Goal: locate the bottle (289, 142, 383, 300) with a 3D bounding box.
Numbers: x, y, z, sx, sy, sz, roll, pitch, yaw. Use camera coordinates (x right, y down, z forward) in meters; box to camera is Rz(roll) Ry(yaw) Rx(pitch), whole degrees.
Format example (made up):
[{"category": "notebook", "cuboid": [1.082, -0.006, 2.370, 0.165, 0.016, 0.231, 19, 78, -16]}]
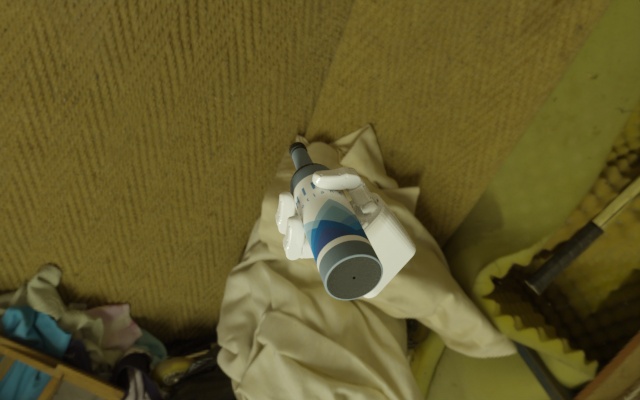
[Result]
[{"category": "bottle", "cuboid": [0.000, 0.002, 0.629, 0.069, 0.069, 0.295, 0, 34, -17]}]
